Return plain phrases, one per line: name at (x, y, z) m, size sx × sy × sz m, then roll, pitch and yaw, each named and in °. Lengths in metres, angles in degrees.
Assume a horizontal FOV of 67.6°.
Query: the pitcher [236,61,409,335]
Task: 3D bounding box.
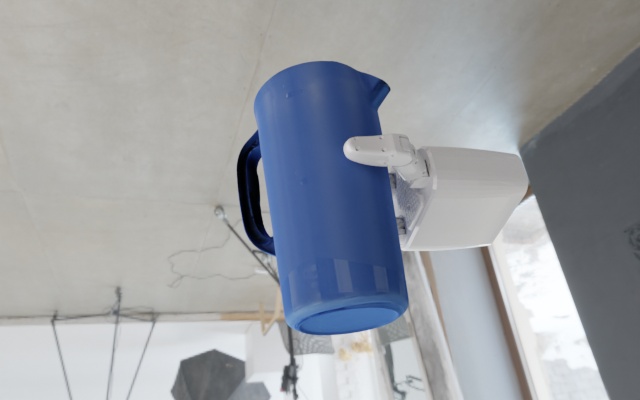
pitcher at (0.000, 0.001, 0.467) m, size 0.145 × 0.242 × 0.149 m, roll 1°, pitch -29°, yaw -16°
